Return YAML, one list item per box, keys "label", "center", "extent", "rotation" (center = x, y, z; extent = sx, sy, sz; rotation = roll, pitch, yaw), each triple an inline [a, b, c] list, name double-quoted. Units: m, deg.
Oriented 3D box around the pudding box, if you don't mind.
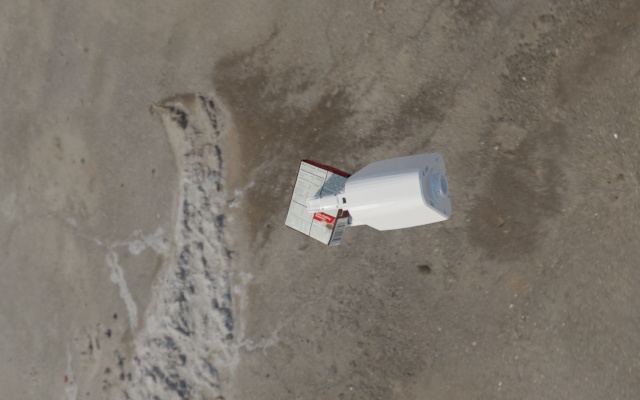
- label: "pudding box"
  center: [0.000, 0.002, 0.730]
  extent: [0.090, 0.113, 0.039]
  rotation: [23, 14, 30]
